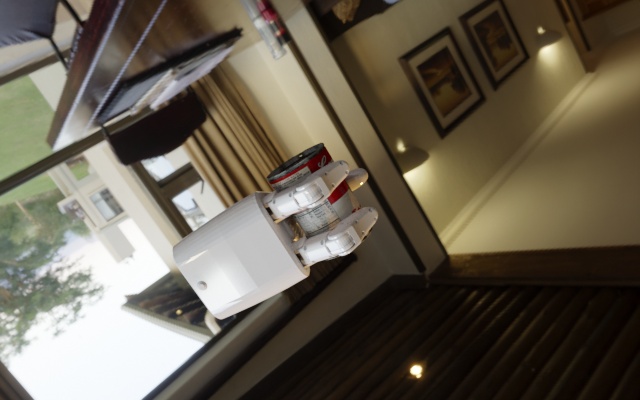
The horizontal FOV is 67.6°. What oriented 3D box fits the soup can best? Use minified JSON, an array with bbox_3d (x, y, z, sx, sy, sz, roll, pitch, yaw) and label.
[{"bbox_3d":[0.001,0.002,0.491,0.068,0.102,0.068,-30,12,7],"label":"soup can"}]
